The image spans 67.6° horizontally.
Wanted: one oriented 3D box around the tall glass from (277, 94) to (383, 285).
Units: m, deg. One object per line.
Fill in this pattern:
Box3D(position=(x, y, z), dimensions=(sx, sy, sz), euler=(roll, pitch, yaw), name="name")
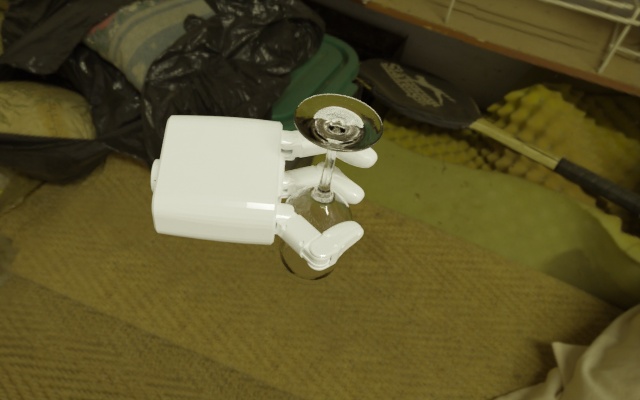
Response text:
Box3D(position=(0.000, 0.001, 0.462), dimensions=(0.079, 0.079, 0.201), euler=(0, -42, -11), name="tall glass")
